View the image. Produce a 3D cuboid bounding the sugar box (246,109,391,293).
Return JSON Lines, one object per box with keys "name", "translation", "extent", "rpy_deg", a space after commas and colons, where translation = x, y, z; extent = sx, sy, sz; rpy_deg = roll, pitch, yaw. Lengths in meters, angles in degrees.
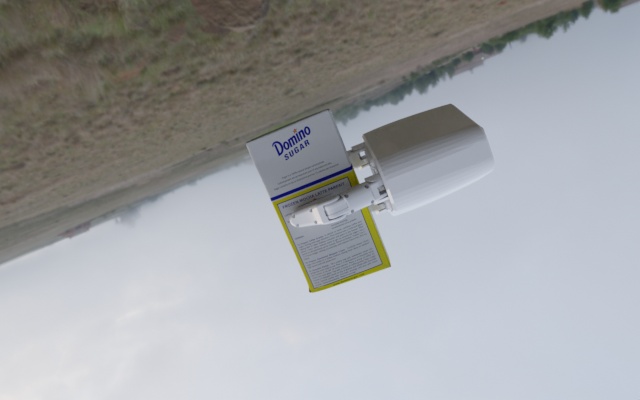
{"name": "sugar box", "translation": [0.000, 0.002, 0.505], "extent": [0.093, 0.176, 0.048], "rpy_deg": [-20, 9, 7]}
